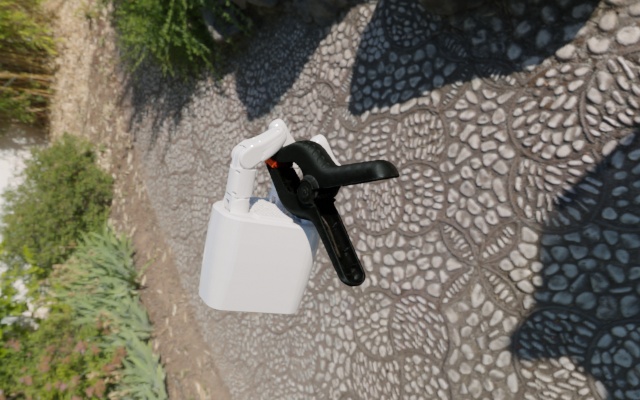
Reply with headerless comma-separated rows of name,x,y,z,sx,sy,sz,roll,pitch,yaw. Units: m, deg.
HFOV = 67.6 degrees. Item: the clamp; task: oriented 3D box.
clamp,0.000,0.001,0.460,0.039,0.120,0.171,2,17,-39
